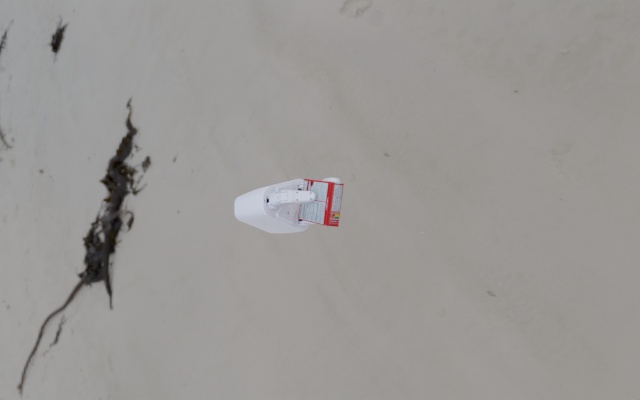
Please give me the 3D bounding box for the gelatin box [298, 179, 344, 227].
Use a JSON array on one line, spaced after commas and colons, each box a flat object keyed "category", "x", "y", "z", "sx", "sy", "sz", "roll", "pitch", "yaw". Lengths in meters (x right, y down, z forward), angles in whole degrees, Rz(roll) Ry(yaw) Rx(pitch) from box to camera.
[{"category": "gelatin box", "x": 0.000, "y": 0.003, "z": 0.817, "sx": 0.030, "sy": 0.073, "sz": 0.089, "roll": 6, "pitch": 2, "yaw": -34}]
